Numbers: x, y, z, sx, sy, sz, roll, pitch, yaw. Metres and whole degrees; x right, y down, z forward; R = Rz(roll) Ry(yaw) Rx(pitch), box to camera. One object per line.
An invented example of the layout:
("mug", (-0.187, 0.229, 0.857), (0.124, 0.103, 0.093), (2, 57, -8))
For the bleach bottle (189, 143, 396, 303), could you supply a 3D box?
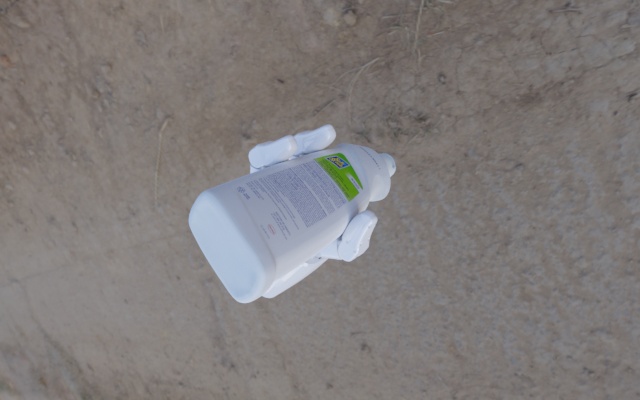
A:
("bleach bottle", (0.000, 0.001, 0.482), (0.250, 0.102, 0.068), (-24, -16, -43))
